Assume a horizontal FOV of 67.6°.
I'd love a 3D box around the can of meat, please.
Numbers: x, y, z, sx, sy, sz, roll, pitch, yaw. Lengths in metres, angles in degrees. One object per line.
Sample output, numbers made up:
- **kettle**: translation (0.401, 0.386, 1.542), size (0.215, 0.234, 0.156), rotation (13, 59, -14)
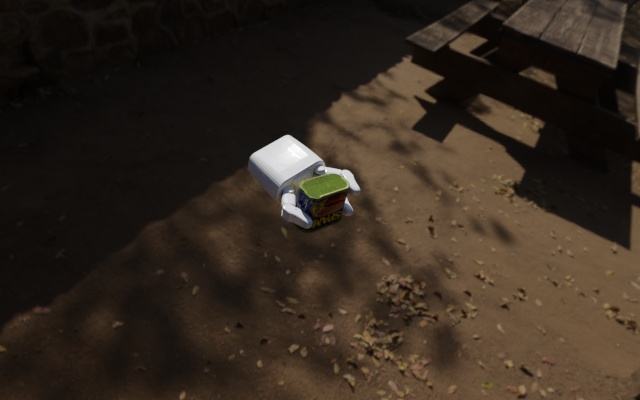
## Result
- **can of meat**: translation (0.000, 0.003, 0.876), size (0.102, 0.084, 0.057), rotation (-19, 49, -35)
